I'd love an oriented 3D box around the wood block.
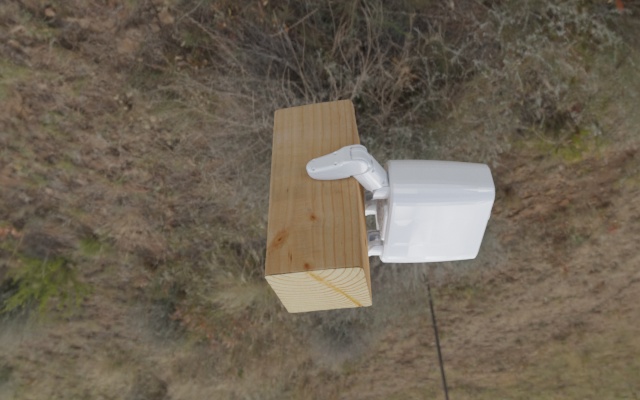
[{"bbox_3d":[0.000,0.002,0.509,0.090,0.206,0.091,-7,-35,8],"label":"wood block"}]
